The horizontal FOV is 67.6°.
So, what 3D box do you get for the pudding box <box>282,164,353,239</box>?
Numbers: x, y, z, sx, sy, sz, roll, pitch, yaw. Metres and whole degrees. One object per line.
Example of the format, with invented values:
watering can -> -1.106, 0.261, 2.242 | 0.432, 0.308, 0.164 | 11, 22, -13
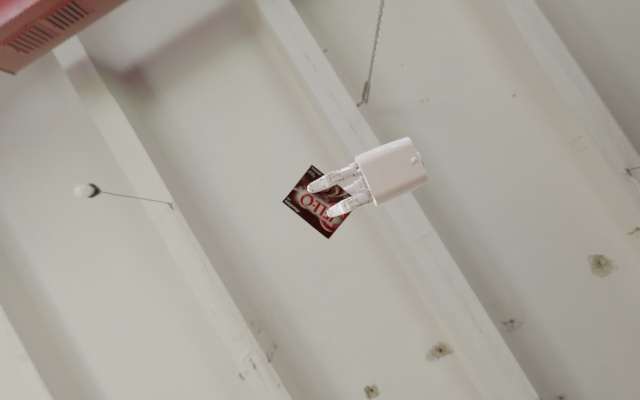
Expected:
pudding box -> 0.000, 0.003, 0.886 | 0.113, 0.090, 0.039 | 39, 1, 5
